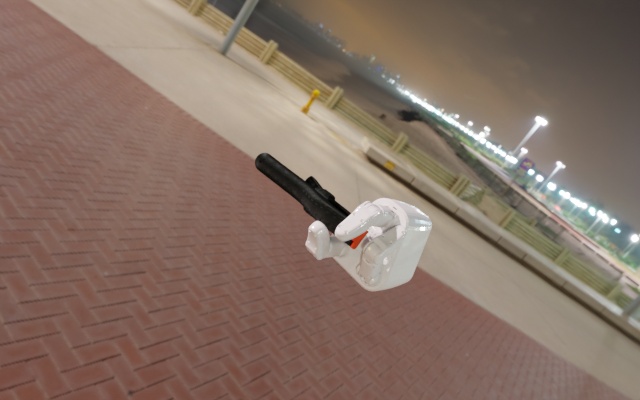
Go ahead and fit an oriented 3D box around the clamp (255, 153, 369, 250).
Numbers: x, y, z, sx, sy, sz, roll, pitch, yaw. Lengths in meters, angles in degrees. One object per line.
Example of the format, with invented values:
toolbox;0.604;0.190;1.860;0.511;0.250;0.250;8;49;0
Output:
clamp;0.000;0.002;0.614;0.171;0.039;0.120;43;17;27
